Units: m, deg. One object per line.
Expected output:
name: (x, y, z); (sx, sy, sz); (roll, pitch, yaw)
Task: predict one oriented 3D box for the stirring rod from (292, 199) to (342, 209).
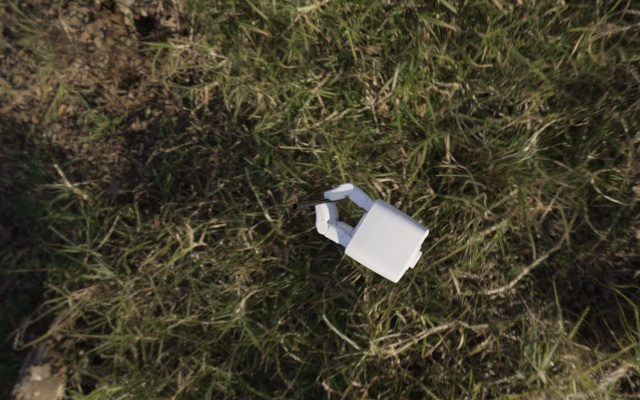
stirring rod: (0.000, 0.003, 0.837); (0.011, 0.011, 0.239); (0, 3, 19)
